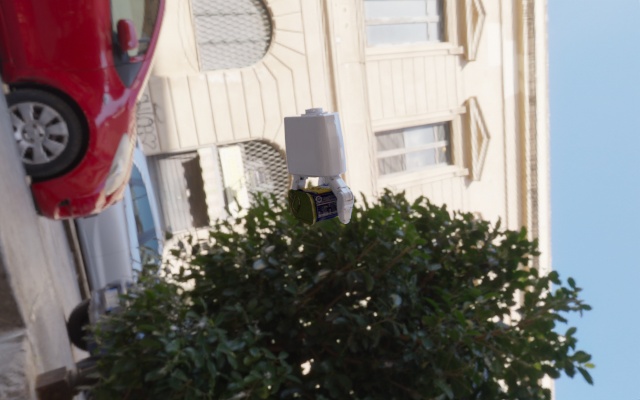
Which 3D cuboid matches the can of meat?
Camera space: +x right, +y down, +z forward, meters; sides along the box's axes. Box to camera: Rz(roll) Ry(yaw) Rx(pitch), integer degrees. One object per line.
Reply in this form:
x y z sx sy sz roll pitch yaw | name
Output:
0.000 0.003 0.862 0.084 0.057 0.102 -13 13 -25 | can of meat
